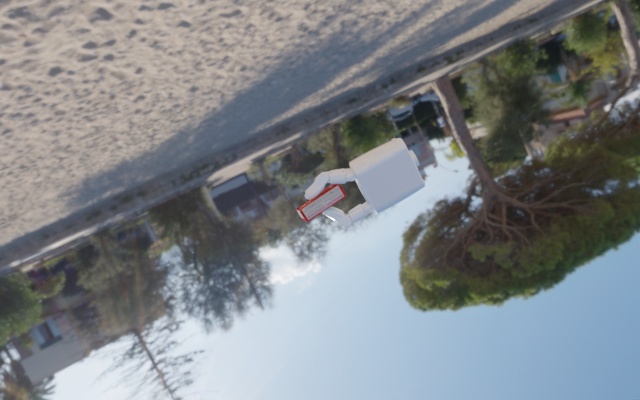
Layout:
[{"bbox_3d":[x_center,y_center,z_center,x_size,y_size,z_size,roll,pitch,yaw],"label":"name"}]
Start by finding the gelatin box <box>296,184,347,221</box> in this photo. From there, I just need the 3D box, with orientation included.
[{"bbox_3d":[0.000,0.004,0.899,0.089,0.030,0.073,-34,5,-6],"label":"gelatin box"}]
